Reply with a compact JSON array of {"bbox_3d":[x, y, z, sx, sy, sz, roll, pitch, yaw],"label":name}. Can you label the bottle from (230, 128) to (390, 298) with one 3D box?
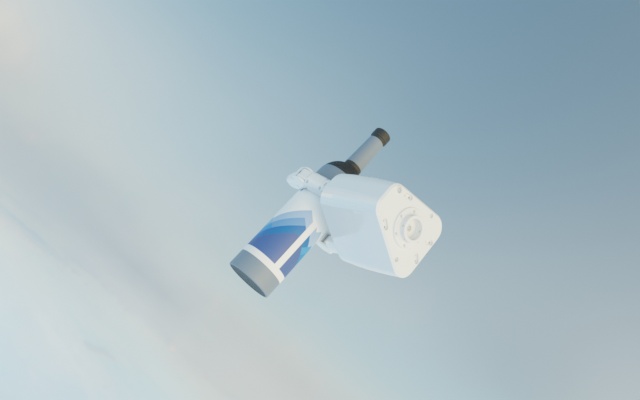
[{"bbox_3d":[0.000,0.002,0.667,0.295,0.069,0.069,-47,20,-20],"label":"bottle"}]
